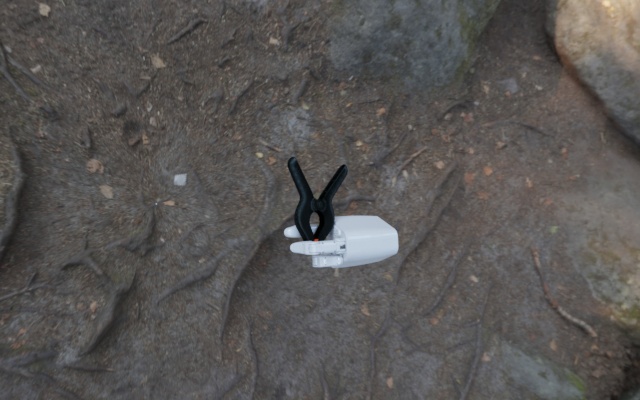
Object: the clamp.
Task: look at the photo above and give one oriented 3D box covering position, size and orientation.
[{"bbox_3d":[0.000,0.003,0.889,0.120,0.171,0.039,-3,1,-19],"label":"clamp"}]
